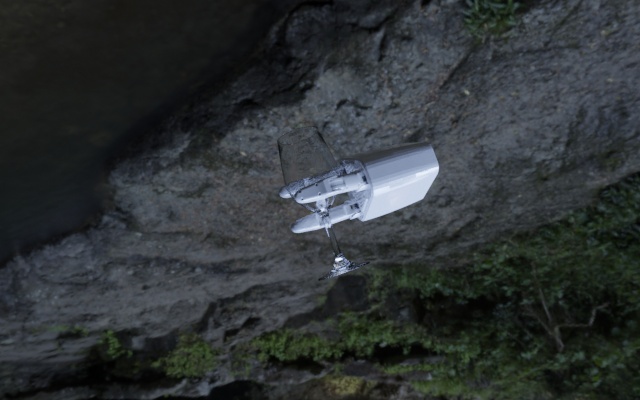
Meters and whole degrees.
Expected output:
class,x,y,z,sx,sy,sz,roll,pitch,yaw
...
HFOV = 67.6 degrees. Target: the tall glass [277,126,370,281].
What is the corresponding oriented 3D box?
class,x,y,z,sx,sy,sz,roll,pitch,yaw
tall glass,0.000,0.003,0.654,0.079,0.201,0.079,-19,-7,-2
